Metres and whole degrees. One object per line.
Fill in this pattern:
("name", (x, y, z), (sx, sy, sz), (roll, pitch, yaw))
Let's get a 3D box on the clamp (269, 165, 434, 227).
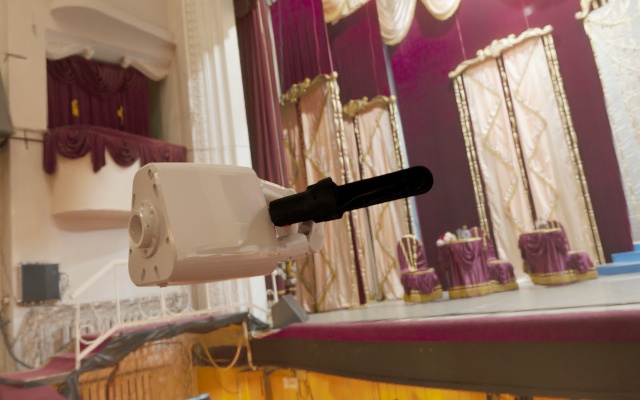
("clamp", (0.000, 0.001, 0.425), (0.120, 0.039, 0.171), (0, -13, -45))
